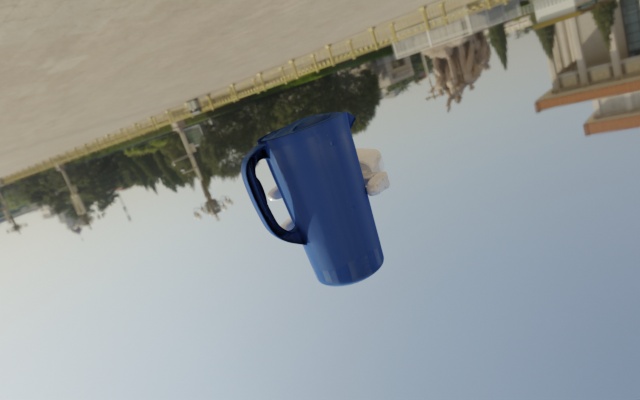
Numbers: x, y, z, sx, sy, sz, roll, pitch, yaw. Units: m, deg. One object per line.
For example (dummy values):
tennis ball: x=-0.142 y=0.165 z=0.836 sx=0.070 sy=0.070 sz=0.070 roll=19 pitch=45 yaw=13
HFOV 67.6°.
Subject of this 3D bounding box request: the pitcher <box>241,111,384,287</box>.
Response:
pitcher: x=0.000 y=0.002 z=0.696 sx=0.149 sy=0.243 sz=0.145 roll=-14 pitch=15 yaw=20
